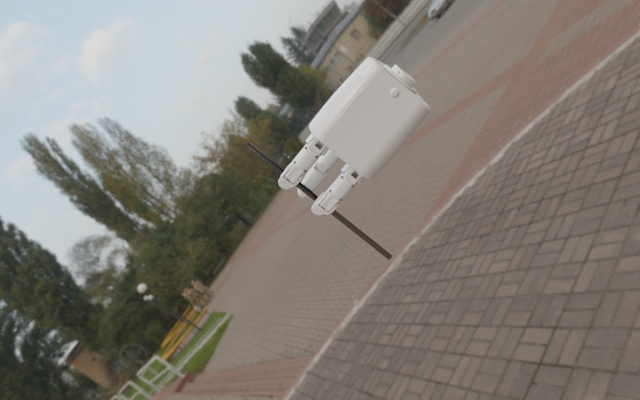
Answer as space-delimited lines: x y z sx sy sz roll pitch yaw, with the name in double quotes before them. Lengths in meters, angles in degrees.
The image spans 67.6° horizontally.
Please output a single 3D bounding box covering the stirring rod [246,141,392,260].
"stirring rod" 0.000 0.002 0.624 0.239 0.011 0.011 39 -6 -7
